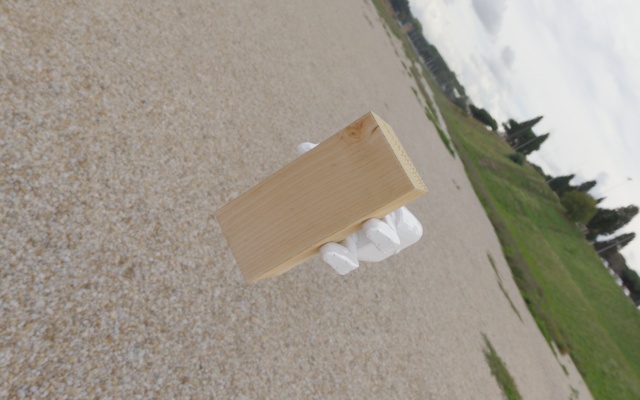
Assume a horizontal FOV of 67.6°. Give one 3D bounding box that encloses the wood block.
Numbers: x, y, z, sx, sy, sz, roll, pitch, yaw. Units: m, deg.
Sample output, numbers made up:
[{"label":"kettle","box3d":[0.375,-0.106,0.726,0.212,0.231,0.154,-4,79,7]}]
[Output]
[{"label":"wood block","box3d":[0.000,0.001,0.528,0.206,0.091,0.090,-31,-12,18]}]
